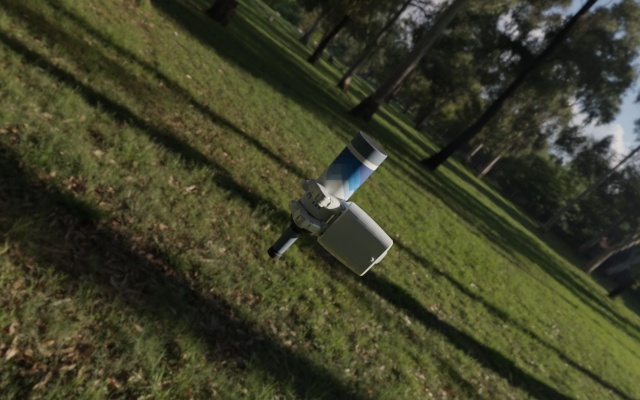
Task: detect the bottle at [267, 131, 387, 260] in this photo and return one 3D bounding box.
[{"bbox_3d":[0.000,0.003,0.893,0.069,0.296,0.069,38,18,-14],"label":"bottle"}]
